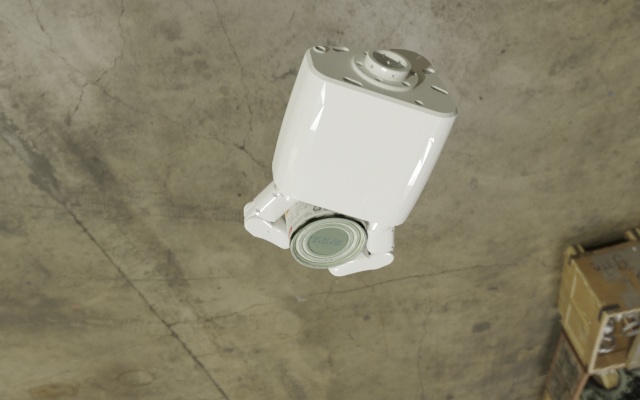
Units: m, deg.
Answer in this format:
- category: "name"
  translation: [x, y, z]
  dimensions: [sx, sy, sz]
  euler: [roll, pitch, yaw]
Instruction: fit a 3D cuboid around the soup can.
- category: "soup can"
  translation: [0.000, 0.002, 0.432]
  dimensions: [0.068, 0.069, 0.102]
  euler: [0, 44, -12]
